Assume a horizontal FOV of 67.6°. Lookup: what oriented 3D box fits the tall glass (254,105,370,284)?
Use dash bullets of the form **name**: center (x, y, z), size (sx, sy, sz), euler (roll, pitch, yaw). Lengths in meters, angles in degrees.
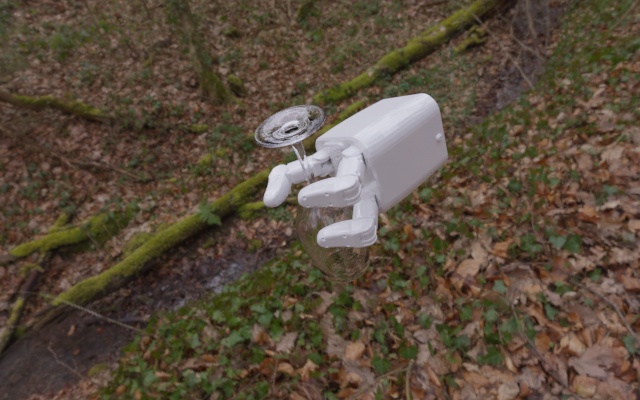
- **tall glass**: center (0.000, 0.001, 0.521), size (0.079, 0.201, 0.079), euler (-14, 35, 10)
